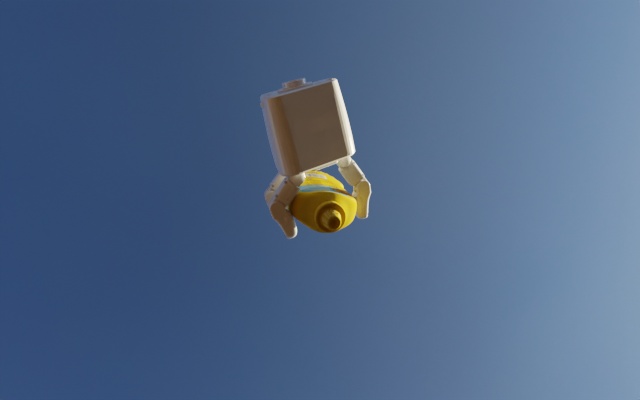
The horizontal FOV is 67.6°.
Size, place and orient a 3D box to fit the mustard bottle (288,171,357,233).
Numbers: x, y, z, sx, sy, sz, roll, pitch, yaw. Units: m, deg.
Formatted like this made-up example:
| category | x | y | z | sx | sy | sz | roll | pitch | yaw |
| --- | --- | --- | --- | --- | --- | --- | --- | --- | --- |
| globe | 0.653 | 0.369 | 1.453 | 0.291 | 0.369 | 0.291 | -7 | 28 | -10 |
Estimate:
| category | x | y | z | sx | sy | sz | roll | pitch | yaw |
| --- | --- | --- | --- | --- | --- | --- | --- | --- | --- |
| mustard bottle | 0.000 | 0.003 | 0.685 | 0.096 | 0.058 | 0.191 | 8 | 13 | -13 |
